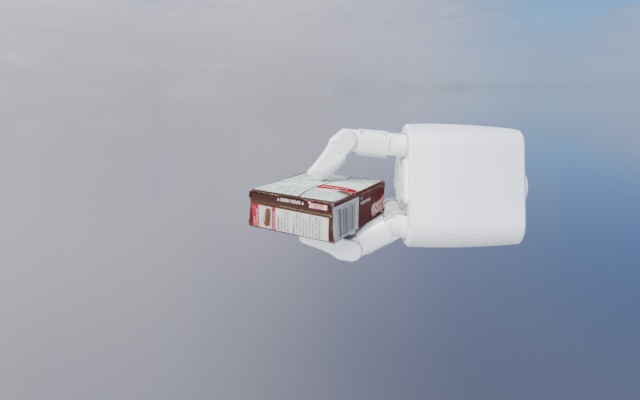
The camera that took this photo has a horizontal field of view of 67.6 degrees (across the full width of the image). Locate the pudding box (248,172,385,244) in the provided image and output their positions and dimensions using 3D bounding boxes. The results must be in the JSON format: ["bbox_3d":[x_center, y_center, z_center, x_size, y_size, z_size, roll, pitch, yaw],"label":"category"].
[{"bbox_3d":[0.000,0.001,0.456,0.090,0.039,0.113,9,15,28],"label":"pudding box"}]
